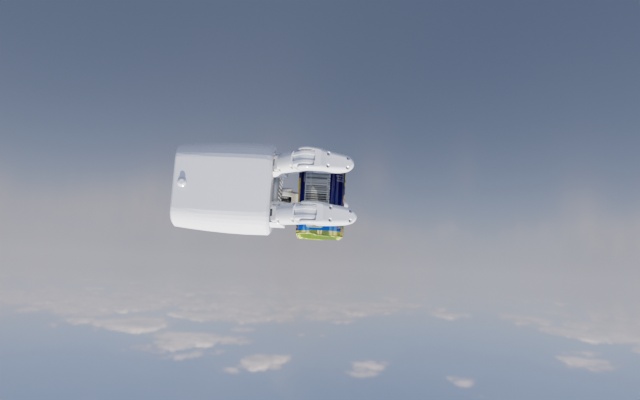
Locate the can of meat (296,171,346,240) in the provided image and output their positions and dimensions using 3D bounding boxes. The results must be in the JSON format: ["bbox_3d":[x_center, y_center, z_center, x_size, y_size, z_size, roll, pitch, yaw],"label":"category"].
[{"bbox_3d":[0.000,0.002,0.549,0.057,0.084,0.102,3,-8,0],"label":"can of meat"}]
